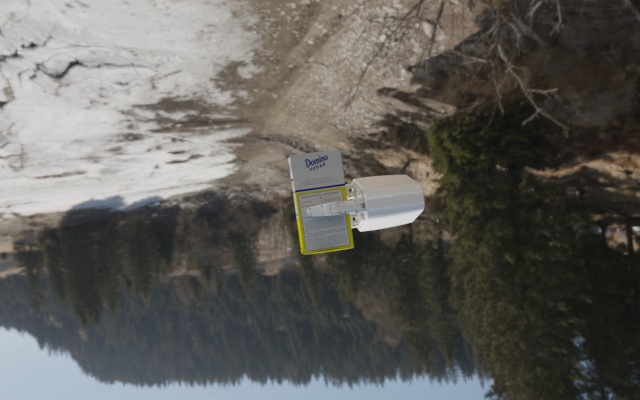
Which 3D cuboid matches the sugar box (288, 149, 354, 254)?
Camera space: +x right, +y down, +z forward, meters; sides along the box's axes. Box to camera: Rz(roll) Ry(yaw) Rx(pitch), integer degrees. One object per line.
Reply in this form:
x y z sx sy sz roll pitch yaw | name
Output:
0.000 0.003 0.849 0.093 0.176 0.048 -7 -1 -9 | sugar box
